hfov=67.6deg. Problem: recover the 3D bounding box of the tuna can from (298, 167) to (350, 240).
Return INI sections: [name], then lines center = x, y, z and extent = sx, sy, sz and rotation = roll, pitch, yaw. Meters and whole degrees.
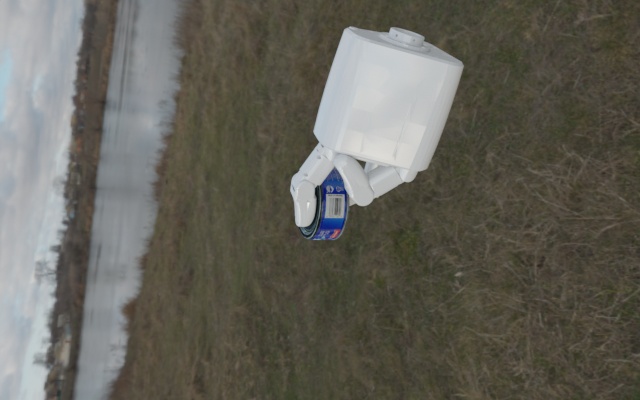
[tuna can]
center = 0.000, 0.002, 0.537
extent = 0.034, 0.086, 0.086
rotation = 1, 0, -22
